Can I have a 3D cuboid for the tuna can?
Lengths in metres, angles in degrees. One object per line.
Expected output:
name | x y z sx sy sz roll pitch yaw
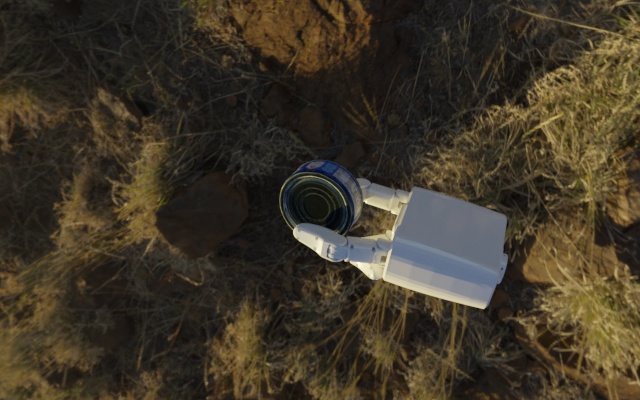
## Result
tuna can | 0.000 0.002 0.509 0.086 0.086 0.033 0 25 25
